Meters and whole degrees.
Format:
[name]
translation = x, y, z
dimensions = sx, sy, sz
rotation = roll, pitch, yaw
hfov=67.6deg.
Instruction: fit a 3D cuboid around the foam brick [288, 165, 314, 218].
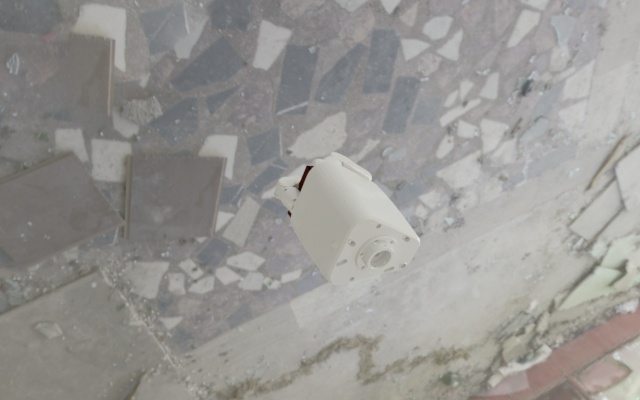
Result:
[foam brick]
translation = 0.000, 0.002, 0.611
dimensions = 0.053, 0.078, 0.051
rotation = 5, 32, -31
